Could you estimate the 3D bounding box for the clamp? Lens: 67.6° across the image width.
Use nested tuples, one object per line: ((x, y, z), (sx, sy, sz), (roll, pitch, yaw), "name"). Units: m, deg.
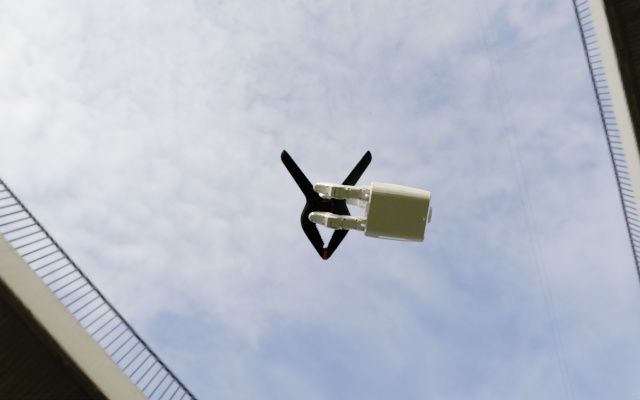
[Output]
((0.000, 0.003, 0.875), (0.164, 0.210, 0.036), (8, 11, 6), "clamp")
